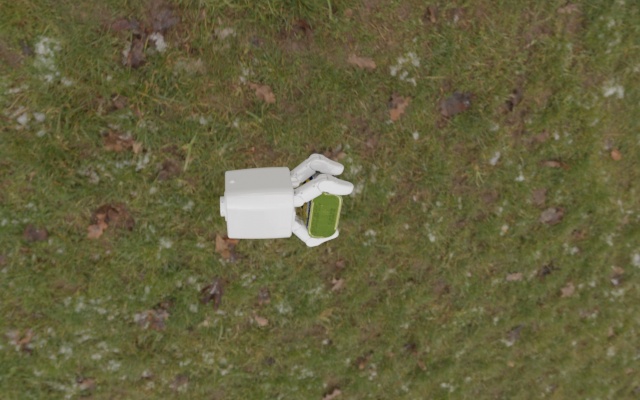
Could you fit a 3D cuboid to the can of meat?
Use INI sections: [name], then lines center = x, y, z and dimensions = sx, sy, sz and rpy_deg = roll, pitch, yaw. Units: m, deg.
[can of meat]
center = 0.000, 0.003, 0.818
dimensions = 0.057, 0.102, 0.084
rpy_deg = 0, 35, -11
